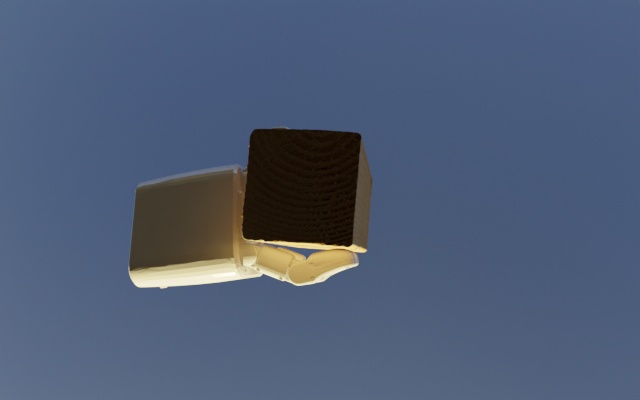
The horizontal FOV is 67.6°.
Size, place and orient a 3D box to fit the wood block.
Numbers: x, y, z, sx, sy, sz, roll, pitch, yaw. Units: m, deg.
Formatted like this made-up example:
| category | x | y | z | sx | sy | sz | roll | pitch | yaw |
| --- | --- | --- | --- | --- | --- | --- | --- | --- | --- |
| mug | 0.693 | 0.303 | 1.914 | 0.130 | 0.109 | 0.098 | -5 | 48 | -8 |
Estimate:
| category | x | y | z | sx | sy | sz | roll | pitch | yaw |
| --- | --- | --- | --- | --- | --- | --- | --- | --- | --- |
| wood block | 0.000 | 0.001 | 0.467 | 0.090 | 0.091 | 0.206 | 3 | -6 | 9 |
